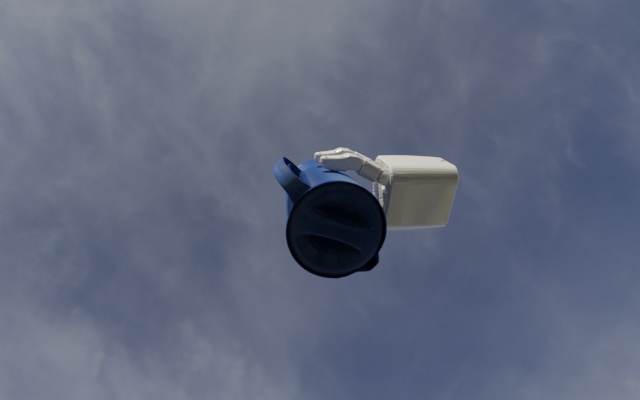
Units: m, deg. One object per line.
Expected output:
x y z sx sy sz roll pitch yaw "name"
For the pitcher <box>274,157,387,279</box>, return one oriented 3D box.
0.000 0.002 0.724 0.145 0.149 0.242 -1 15 -8 "pitcher"
